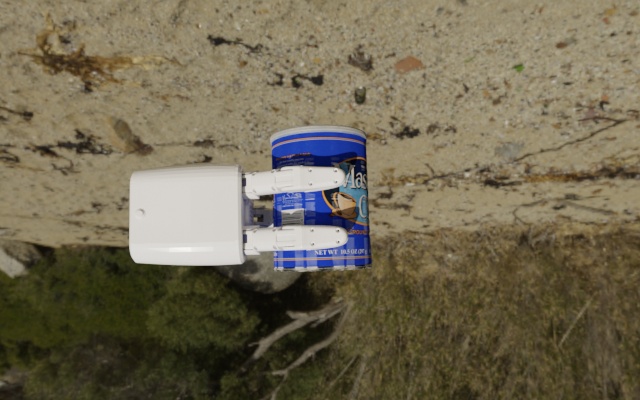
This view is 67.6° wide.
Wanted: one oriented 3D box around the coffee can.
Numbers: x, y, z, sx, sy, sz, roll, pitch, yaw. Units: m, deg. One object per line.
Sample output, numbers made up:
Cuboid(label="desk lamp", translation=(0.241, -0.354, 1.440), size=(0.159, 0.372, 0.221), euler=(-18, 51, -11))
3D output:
Cuboid(label="coffee can", translation=(0.000, 0.001, 0.502), size=(0.103, 0.140, 0.103), euler=(-2, -6, 0))
